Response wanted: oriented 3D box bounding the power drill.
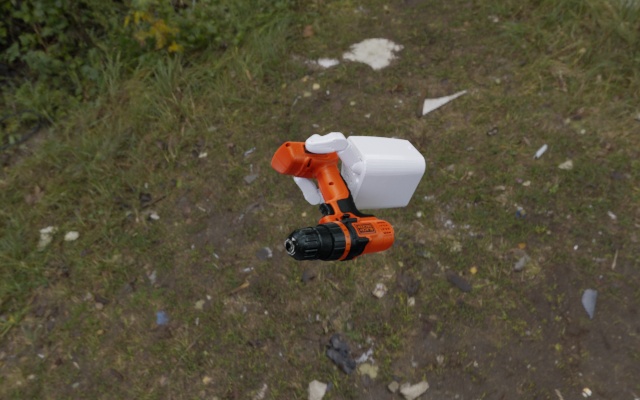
[{"bbox_3d":[0.000,0.002,0.678,0.184,0.187,0.057,0,-37,-43],"label":"power drill"}]
